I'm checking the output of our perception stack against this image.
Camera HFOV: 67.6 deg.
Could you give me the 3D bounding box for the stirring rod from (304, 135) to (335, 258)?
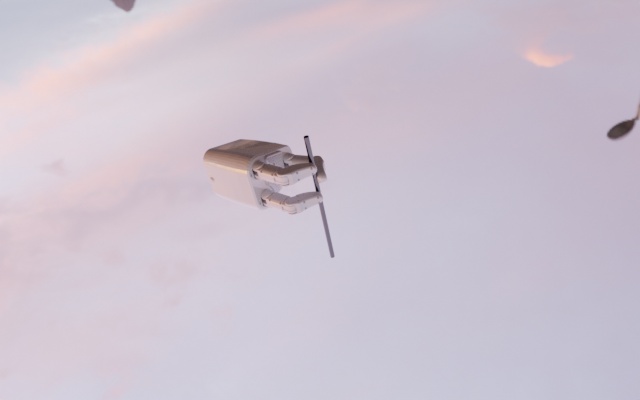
[{"bbox_3d":[0.000,0.002,0.764,0.011,0.240,0.011,-8,36,6],"label":"stirring rod"}]
